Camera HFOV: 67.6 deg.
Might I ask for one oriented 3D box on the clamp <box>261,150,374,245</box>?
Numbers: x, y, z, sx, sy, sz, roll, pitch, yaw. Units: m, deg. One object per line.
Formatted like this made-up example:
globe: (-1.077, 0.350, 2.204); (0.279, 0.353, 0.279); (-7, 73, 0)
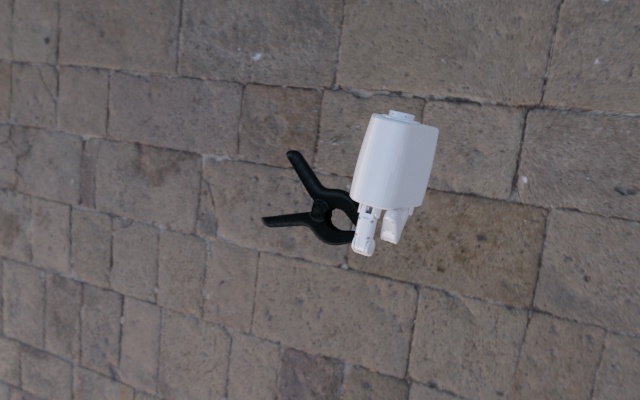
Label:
clamp: (0.000, 0.002, 0.676); (0.171, 0.120, 0.039); (18, 16, 20)
